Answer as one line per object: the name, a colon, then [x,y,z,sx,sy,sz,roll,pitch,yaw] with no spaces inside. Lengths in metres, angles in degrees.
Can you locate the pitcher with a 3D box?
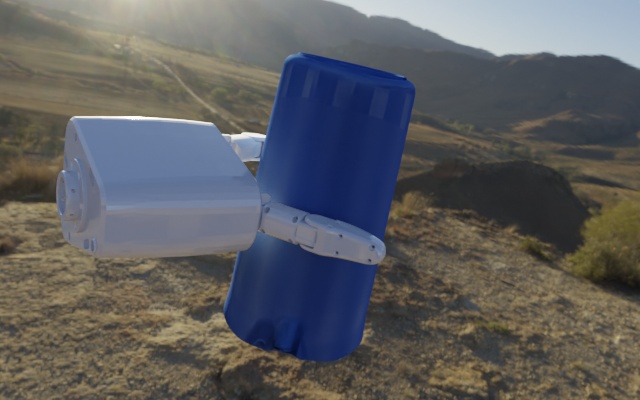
pitcher: [0.000,0.001,0.426,0.145,0.243,0.149,-2,23,-39]
